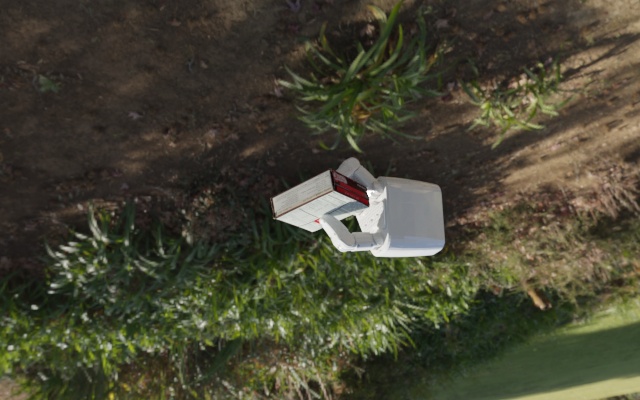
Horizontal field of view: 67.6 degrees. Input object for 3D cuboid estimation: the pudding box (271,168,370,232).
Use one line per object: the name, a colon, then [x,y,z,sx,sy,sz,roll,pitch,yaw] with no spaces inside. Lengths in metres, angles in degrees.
pudding box: [0.000,0.002,0.683,0.113,0.039,0.090,-27,-31,30]
